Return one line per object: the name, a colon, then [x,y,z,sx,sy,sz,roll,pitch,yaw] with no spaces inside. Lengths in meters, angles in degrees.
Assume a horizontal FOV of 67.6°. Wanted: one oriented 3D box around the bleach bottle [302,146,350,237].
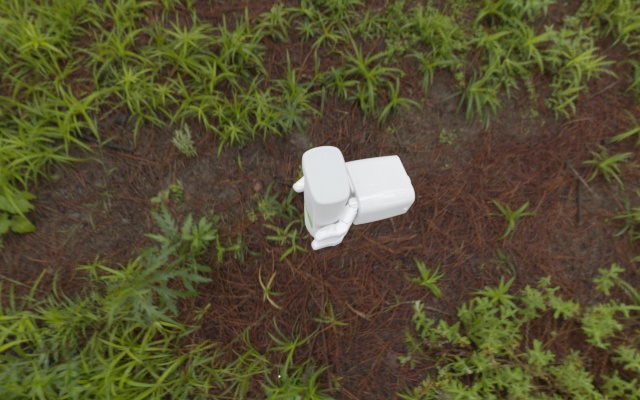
bleach bottle: [0.000,0.003,0.864,0.068,0.102,0.251,-10,-19,-9]
